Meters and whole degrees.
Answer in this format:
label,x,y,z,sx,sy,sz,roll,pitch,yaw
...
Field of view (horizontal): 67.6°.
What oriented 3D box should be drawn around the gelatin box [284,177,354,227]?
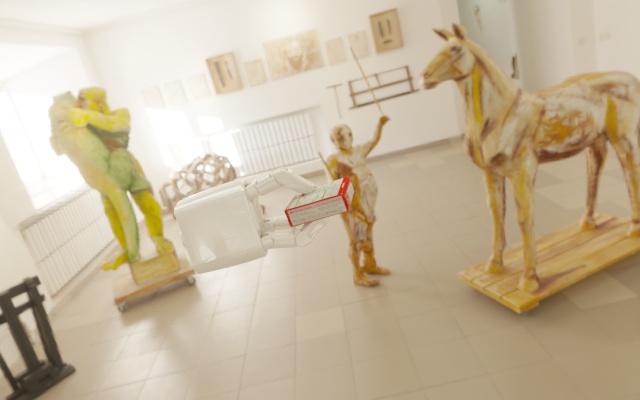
label,x,y,z,sx,sy,sz,roll,pitch,yaw
gelatin box,0.000,0.002,0.680,0.089,0.030,0.073,-17,17,16
